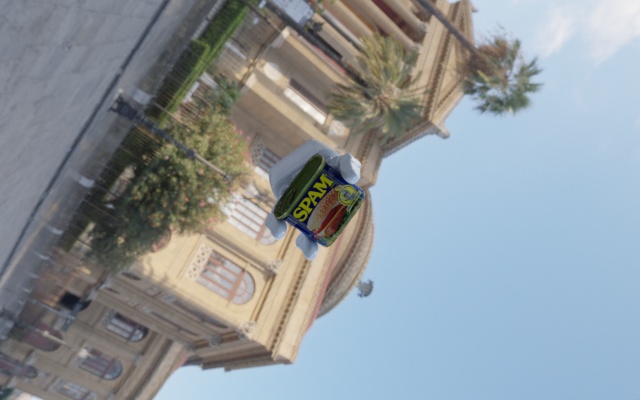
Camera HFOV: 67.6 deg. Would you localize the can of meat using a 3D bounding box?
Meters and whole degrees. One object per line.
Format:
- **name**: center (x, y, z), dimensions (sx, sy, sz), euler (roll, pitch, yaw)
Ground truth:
- **can of meat**: center (0.000, 0.002, 0.655), dimensions (0.084, 0.102, 0.057), euler (36, 3, -21)
